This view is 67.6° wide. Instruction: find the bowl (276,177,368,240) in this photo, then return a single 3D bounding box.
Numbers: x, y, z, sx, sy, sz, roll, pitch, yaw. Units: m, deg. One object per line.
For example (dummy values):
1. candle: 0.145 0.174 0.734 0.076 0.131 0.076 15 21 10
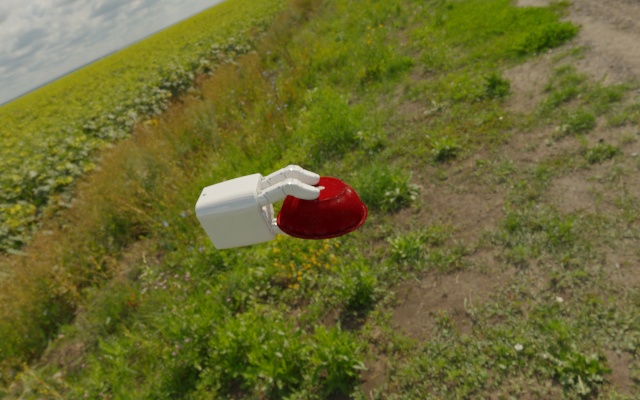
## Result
1. bowl: 0.001 0.002 0.824 0.162 0.055 0.162 -4 28 2
